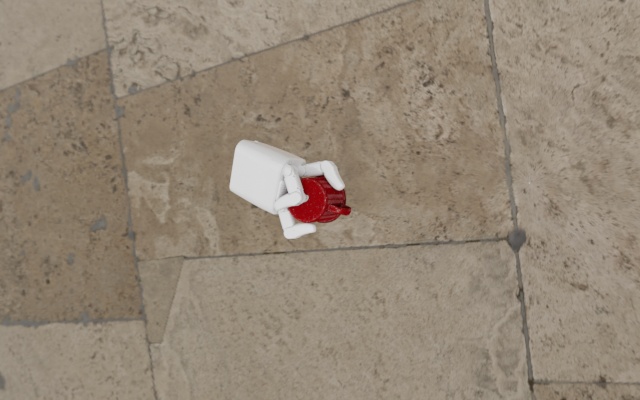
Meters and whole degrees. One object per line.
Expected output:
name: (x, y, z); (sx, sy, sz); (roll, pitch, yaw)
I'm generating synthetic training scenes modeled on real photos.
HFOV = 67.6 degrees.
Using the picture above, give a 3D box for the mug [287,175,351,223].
mug: (0.001, 0.003, 0.874); (0.117, 0.093, 0.081); (24, 11, 22)
